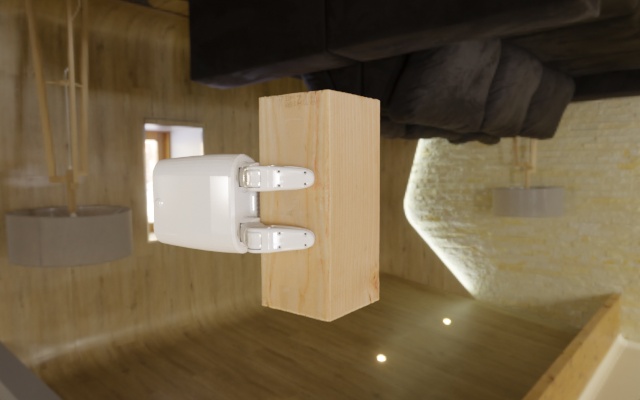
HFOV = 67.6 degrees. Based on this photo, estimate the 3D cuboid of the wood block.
[{"bbox_3d":[0.000,0.002,0.481,0.090,0.206,0.091,3,6,37],"label":"wood block"}]
